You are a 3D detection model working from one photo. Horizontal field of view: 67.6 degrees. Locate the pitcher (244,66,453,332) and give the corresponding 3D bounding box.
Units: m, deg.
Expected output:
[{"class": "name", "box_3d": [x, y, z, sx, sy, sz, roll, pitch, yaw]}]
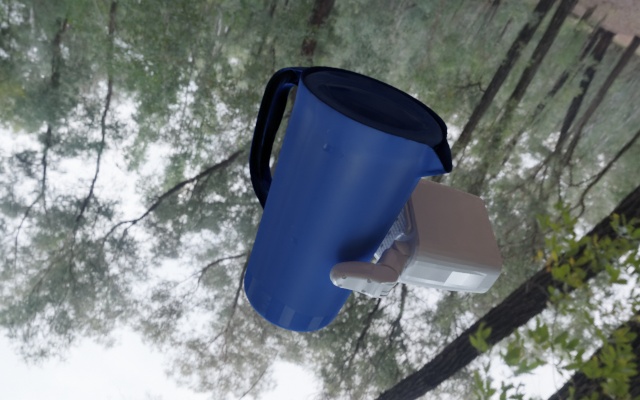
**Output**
[{"class": "pitcher", "box_3d": [0.000, 0.002, 0.460, 0.145, 0.243, 0.149, 12, 32, -19]}]
